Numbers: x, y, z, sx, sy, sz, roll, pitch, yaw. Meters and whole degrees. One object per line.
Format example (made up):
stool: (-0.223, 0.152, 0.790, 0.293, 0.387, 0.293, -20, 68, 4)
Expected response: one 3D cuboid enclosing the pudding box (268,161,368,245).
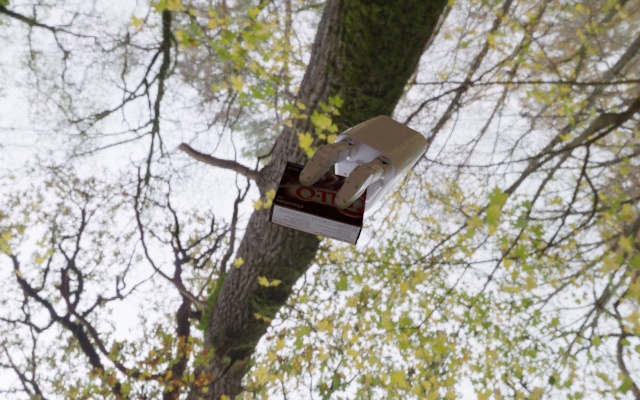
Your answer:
pudding box: (0.000, 0.002, 0.598, 0.113, 0.039, 0.090, 13, 38, 0)
